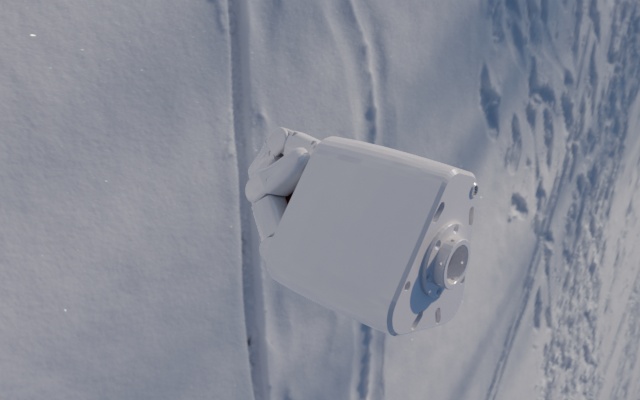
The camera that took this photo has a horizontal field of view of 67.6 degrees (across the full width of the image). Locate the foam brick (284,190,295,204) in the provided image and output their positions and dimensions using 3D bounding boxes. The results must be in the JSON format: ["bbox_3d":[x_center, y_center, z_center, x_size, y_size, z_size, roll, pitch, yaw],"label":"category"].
[{"bbox_3d":[0.000,0.001,0.402,0.051,0.053,0.078,18,8,41],"label":"foam brick"}]
